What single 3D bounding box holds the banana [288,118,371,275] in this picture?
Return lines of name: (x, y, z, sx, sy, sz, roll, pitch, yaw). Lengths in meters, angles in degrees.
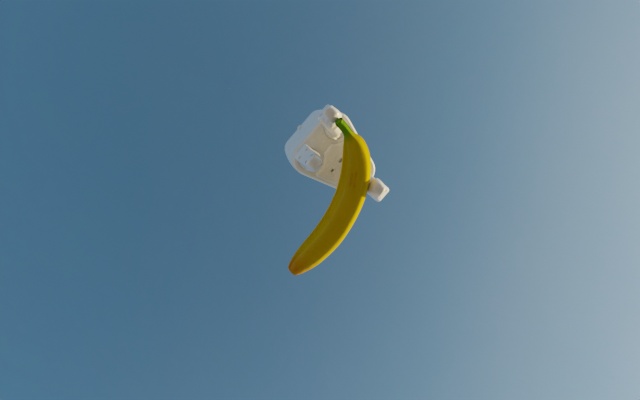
banana: (0.018, 0.003, 0.578, 0.069, 0.198, 0.037, 14, 11, -18)
